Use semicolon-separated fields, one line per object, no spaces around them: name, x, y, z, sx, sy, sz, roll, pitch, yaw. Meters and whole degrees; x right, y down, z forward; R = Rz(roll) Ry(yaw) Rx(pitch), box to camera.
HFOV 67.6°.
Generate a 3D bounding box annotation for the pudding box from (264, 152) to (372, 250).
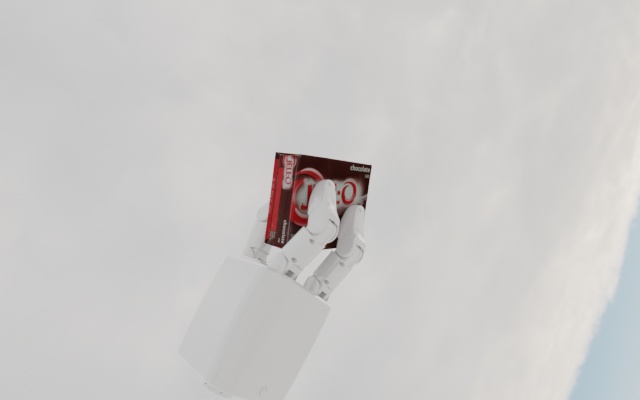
pudding box;0.000;0.002;0.479;0.039;0.090;0.113;13;7;40
